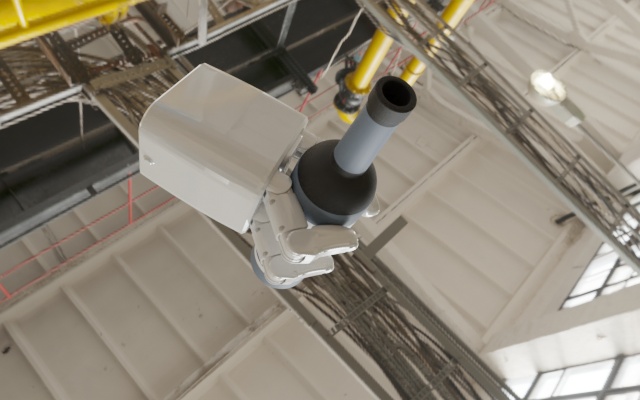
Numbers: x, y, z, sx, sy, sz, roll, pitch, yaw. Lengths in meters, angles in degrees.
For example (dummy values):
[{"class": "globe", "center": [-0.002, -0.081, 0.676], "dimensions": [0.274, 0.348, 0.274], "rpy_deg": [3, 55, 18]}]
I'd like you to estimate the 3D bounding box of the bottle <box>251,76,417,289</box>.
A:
[{"class": "bottle", "center": [0.000, 0.001, 0.406], "dimensions": [0.069, 0.069, 0.296], "rpy_deg": [0, -26, -20]}]
